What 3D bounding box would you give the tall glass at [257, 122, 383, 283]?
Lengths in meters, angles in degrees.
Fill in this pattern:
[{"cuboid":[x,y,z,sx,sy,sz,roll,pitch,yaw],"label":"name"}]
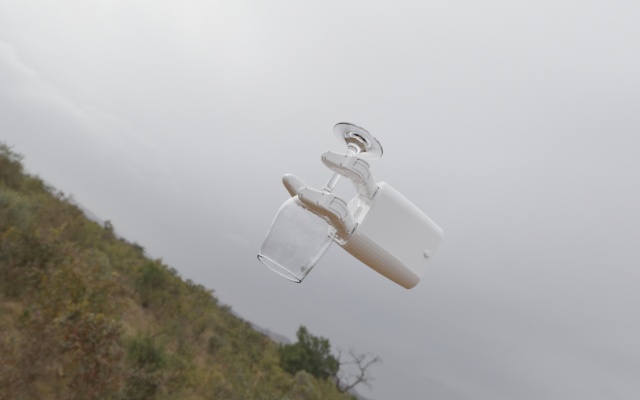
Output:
[{"cuboid":[0.000,0.001,0.598,0.079,0.201,0.079,29,-18,10],"label":"tall glass"}]
